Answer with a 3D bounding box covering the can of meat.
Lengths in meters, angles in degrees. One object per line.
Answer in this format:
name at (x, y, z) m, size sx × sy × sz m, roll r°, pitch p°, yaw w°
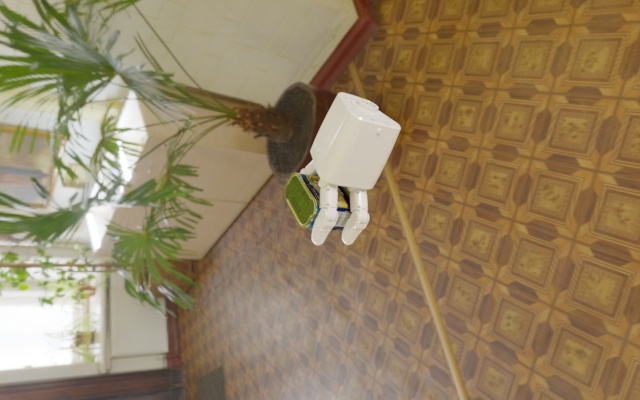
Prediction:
can of meat at (0.000, 0.002, 0.756) m, size 0.084 × 0.057 × 0.102 m, roll 7°, pitch 34°, yaw -34°
